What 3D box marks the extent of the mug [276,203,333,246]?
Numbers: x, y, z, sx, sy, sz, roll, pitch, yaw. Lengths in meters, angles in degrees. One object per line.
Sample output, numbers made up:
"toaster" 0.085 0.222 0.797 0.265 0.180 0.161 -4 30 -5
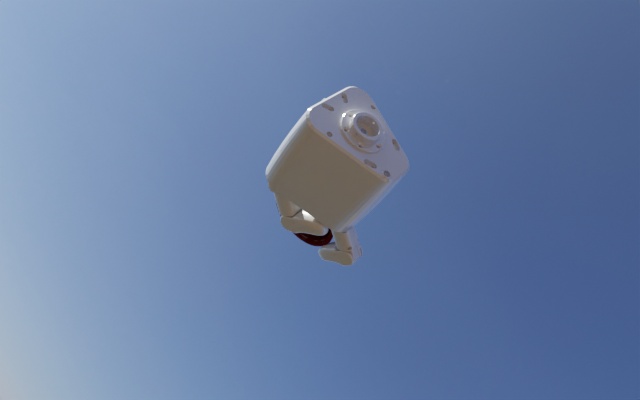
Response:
"mug" 0.000 0.003 0.603 0.081 0.093 0.117 -36 -6 -37
